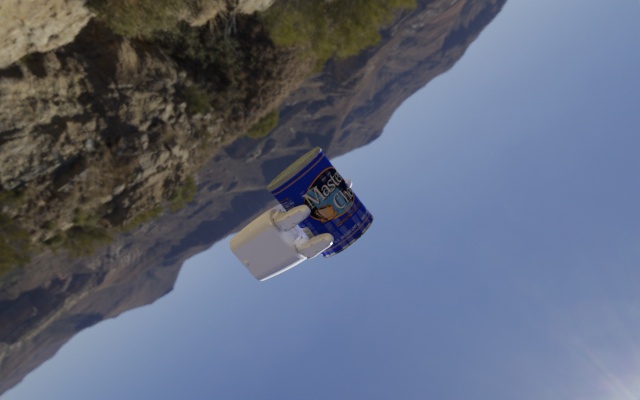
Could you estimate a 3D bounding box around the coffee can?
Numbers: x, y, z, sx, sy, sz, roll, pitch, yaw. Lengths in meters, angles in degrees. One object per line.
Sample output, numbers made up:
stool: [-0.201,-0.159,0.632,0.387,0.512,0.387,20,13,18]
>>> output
coffee can: [0.000,0.002,0.742,0.103,0.140,0.102,-37,11,8]
